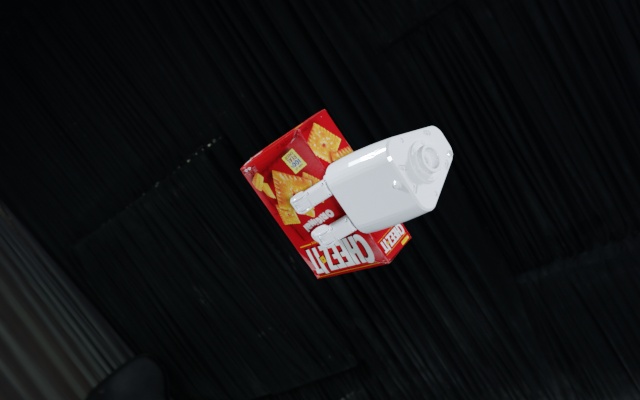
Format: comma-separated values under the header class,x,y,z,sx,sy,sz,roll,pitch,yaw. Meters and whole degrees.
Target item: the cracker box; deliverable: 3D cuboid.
class,x,y,z,sx,sy,sz,roll,pitch,yaw
cracker box,0.000,0.002,0.681,0.072,0.214,0.164,-41,11,-38
